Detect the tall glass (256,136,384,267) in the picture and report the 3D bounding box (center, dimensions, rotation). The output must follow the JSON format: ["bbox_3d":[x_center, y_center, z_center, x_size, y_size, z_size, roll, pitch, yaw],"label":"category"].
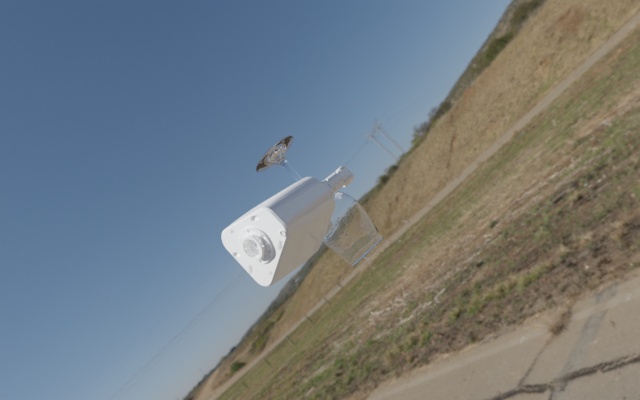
[{"bbox_3d":[0.000,0.002,0.692,0.079,0.201,0.079,-43,-7,-7],"label":"tall glass"}]
